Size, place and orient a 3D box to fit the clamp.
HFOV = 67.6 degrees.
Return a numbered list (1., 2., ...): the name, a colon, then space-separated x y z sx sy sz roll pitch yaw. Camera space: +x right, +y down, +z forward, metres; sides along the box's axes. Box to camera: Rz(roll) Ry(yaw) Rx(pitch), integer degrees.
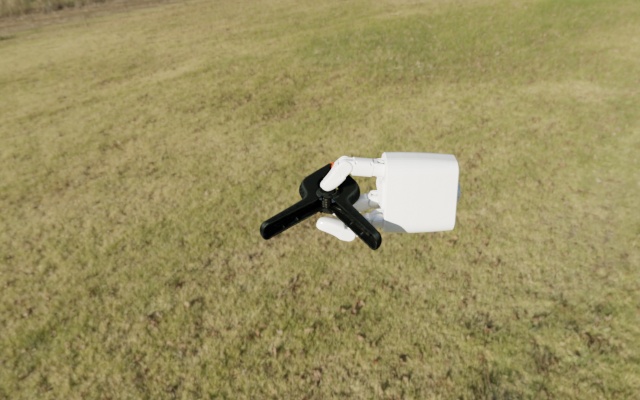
1. clamp: 0.000 0.001 0.713 0.164 0.036 0.209 2 32 -1
